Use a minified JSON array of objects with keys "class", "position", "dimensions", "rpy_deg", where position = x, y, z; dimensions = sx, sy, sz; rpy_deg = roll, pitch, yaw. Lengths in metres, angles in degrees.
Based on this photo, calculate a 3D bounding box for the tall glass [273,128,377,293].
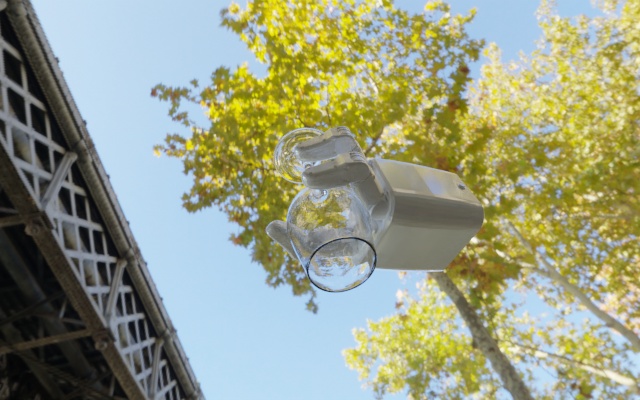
[{"class":"tall glass","position":[0.000,0.001,0.485],"dimensions":[0.079,0.079,0.201],"rpy_deg":[0,33,-13]}]
